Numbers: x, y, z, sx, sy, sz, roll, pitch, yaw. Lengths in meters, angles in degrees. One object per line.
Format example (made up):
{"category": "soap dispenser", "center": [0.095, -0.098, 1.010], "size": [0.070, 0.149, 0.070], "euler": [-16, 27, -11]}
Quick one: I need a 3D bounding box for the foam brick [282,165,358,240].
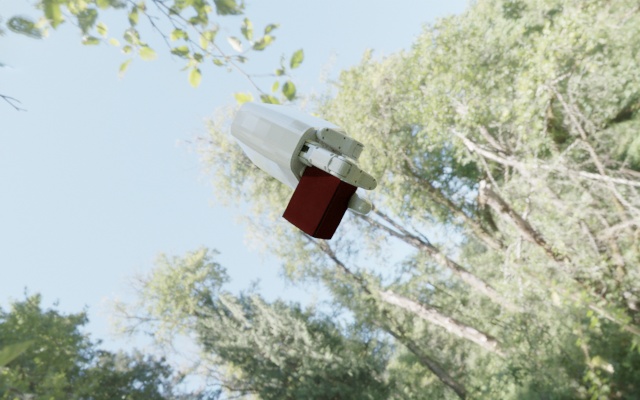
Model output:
{"category": "foam brick", "center": [0.000, 0.002, 0.576], "size": [0.051, 0.078, 0.053], "euler": [28, 3, 25]}
